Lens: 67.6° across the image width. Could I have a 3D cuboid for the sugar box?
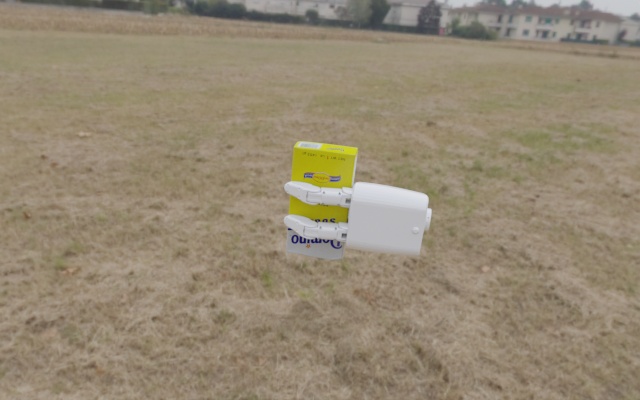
[{"bbox_3d":[0.000,0.003,0.729,0.093,0.176,0.048,8,21,7],"label":"sugar box"}]
